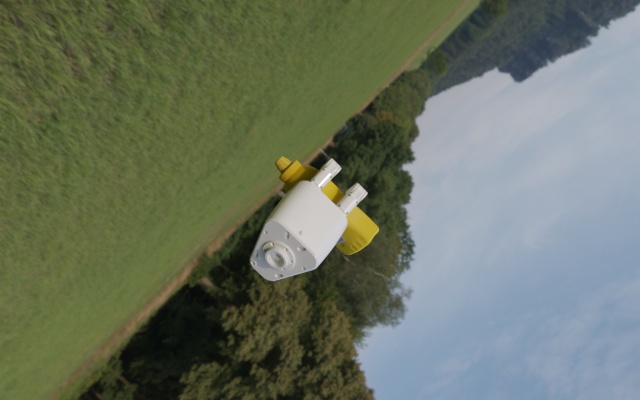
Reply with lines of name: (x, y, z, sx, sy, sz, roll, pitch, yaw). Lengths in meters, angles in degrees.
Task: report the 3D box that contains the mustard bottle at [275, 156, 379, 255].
mustard bottle: (0.000, 0.002, 0.769, 0.058, 0.191, 0.096, -48, 6, -26)
